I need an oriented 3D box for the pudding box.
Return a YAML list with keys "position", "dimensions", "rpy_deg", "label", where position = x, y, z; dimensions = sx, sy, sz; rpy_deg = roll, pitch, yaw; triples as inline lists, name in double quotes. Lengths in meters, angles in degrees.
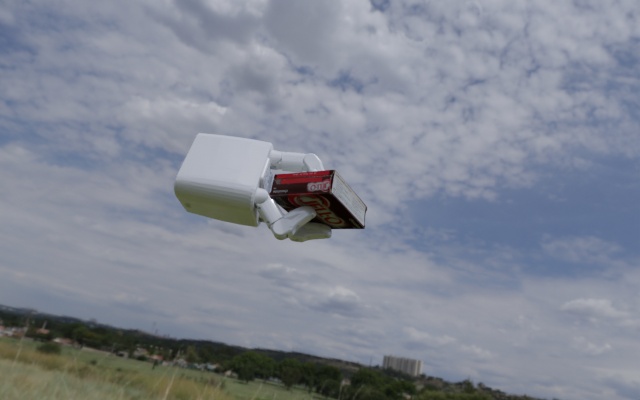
- position: [0.000, 0.002, 0.632]
  dimensions: [0.090, 0.039, 0.113]
  rpy_deg: [-2, -24, 29]
  label: "pudding box"
